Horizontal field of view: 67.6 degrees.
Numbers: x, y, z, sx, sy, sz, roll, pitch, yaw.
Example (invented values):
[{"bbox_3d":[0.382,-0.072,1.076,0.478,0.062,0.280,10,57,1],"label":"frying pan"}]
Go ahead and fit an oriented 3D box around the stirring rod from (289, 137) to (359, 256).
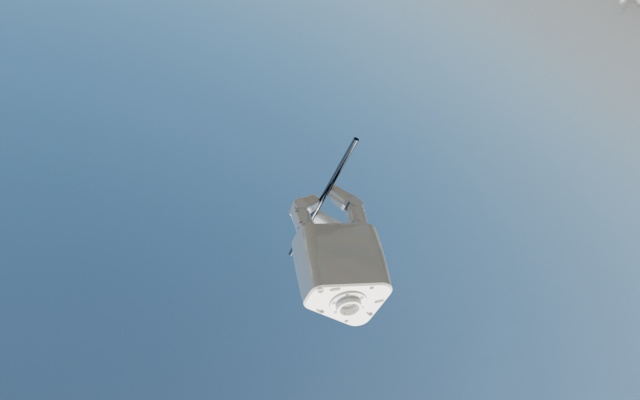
[{"bbox_3d":[0.000,0.002,0.720,0.011,0.240,0.011,19,36,-15],"label":"stirring rod"}]
